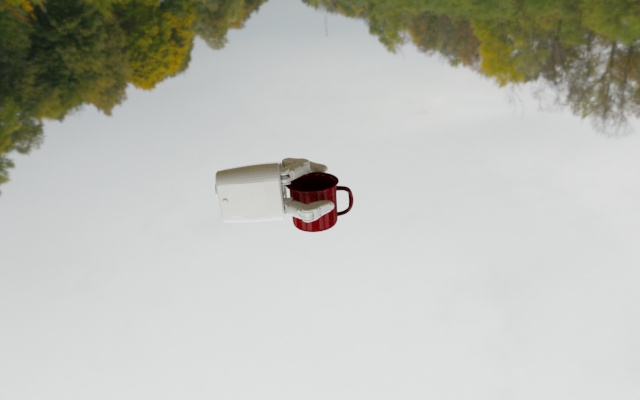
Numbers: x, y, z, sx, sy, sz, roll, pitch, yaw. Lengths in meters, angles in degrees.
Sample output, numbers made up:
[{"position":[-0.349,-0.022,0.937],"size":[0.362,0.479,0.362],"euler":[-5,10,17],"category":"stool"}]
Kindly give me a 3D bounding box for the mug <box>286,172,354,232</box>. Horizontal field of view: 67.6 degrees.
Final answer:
[{"position":[0.002,0.003,0.846],"size":[0.117,0.081,0.093],"euler":[-4,24,0],"category":"mug"}]
